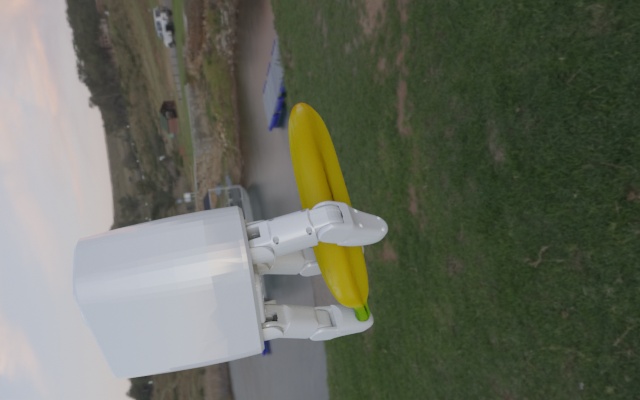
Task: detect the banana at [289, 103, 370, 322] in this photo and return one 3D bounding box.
[{"bbox_3d":[0.002,-0.001,0.381,0.037,0.197,0.070,-13,-14,-6],"label":"banana"}]
